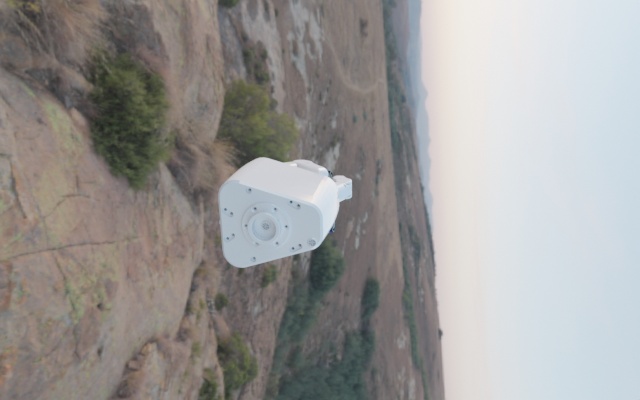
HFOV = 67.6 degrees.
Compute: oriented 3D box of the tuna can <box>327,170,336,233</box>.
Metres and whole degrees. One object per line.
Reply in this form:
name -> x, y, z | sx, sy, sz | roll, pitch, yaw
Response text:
tuna can -> 0.001, 0.002, 0.646 | 0.034, 0.086, 0.086 | -3, 0, 7
